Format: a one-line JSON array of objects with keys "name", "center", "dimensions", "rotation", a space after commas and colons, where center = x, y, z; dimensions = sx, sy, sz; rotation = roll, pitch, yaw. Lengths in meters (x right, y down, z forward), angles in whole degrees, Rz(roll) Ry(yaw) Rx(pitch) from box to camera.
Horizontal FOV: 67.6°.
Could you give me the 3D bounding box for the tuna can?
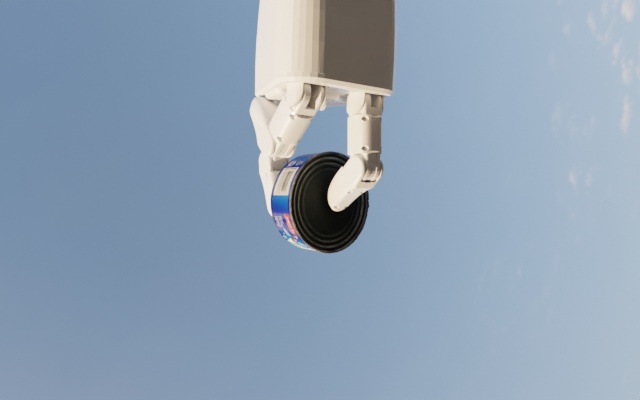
[{"name": "tuna can", "center": [0.000, 0.001, 0.414], "dimensions": [0.086, 0.086, 0.034], "rotation": [0, 1, -38]}]
